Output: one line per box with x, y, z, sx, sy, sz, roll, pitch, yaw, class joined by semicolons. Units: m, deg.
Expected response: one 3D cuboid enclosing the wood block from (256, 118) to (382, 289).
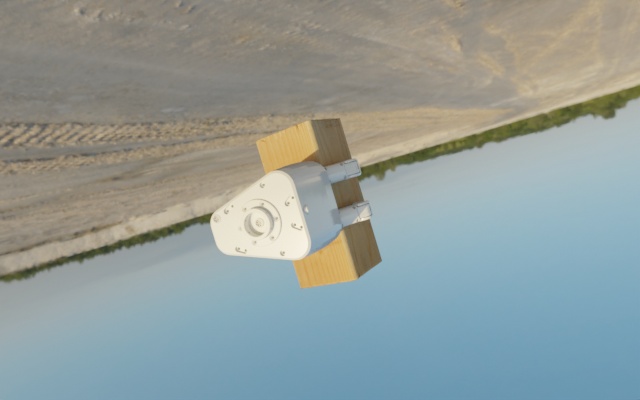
0.000;0.002;0.646;0.091;0.206;0.090;-15;3;31;wood block
